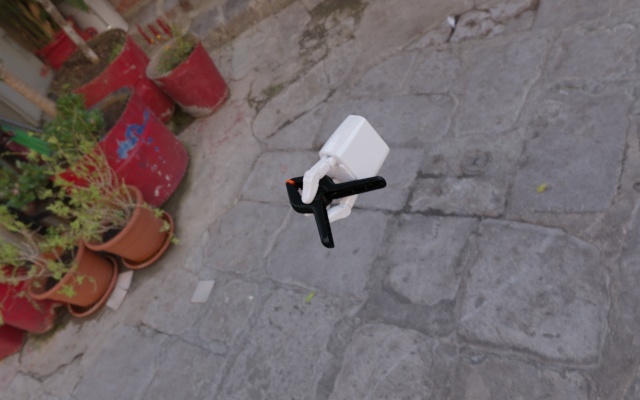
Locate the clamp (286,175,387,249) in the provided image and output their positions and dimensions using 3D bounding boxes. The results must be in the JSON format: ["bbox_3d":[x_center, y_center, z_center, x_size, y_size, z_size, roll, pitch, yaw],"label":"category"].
[{"bbox_3d":[0.000,0.002,0.891,0.210,0.164,0.036,15,-32,42],"label":"clamp"}]
